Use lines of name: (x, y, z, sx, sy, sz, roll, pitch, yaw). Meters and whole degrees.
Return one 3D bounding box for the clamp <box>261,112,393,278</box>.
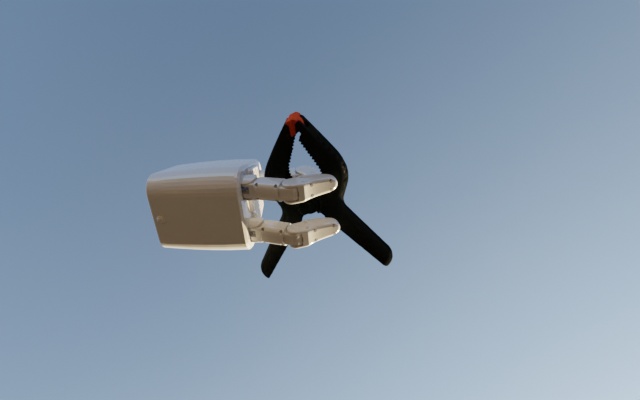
clamp: (0.000, 0.001, 0.552, 0.164, 0.210, 0.036, -2, 28, 6)
